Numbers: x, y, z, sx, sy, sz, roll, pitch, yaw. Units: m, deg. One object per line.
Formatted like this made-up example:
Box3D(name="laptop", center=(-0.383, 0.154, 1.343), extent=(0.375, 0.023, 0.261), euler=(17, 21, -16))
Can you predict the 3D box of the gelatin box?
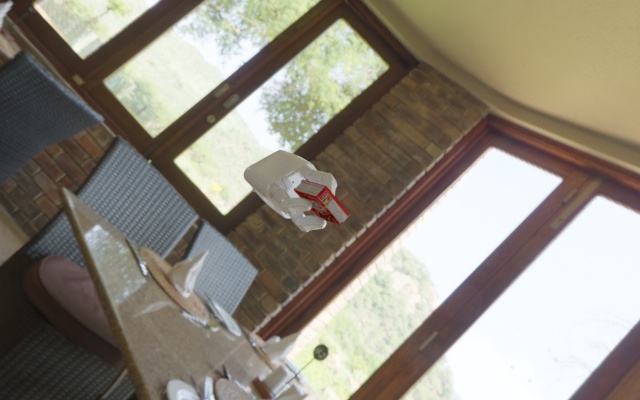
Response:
Box3D(name="gelatin box", center=(0.001, 0.002, 0.842), extent=(0.073, 0.030, 0.089), euler=(50, -17, -28))
